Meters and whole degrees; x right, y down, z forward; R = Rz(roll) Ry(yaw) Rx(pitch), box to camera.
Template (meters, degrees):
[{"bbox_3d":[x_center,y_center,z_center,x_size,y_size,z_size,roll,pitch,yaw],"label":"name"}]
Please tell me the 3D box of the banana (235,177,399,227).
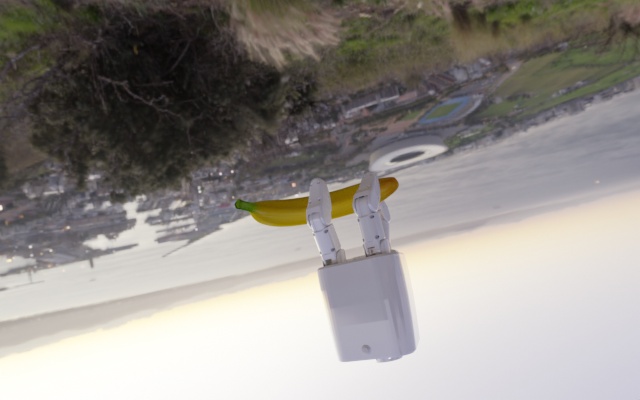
[{"bbox_3d":[-0.001,0.006,0.594,0.198,0.037,0.069,-10,-12,6],"label":"banana"}]
